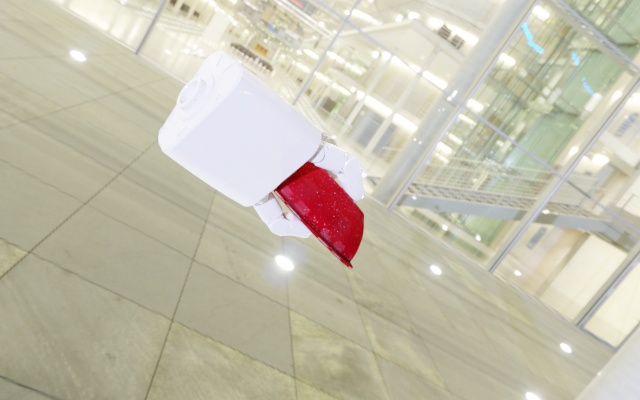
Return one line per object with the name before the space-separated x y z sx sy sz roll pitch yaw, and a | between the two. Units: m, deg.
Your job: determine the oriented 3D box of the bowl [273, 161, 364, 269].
bowl | 0.001 0.002 0.553 0.055 0.162 0.162 -43 0 0
